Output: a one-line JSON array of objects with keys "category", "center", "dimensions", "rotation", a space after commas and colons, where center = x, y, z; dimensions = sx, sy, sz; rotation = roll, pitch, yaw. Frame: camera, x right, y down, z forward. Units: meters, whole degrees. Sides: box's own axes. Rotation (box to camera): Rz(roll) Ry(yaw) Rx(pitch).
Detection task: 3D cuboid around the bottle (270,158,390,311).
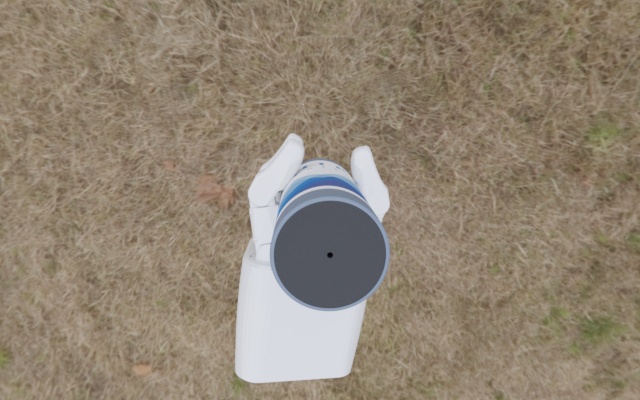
[{"category": "bottle", "center": [0.000, 0.001, 0.405], "dimensions": [0.069, 0.069, 0.295], "rotation": [0, 11, -2]}]
